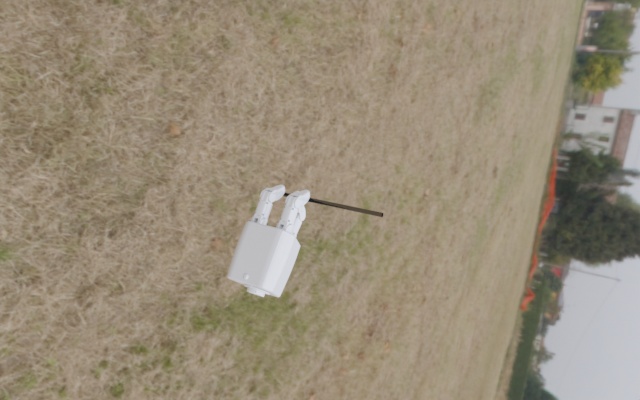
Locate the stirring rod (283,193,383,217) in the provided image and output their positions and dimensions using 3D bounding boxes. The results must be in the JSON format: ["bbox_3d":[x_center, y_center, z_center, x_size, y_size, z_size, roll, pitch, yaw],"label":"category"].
[{"bbox_3d":[0.000,0.003,0.865,0.239,0.011,0.011,12,5,27],"label":"stirring rod"}]
